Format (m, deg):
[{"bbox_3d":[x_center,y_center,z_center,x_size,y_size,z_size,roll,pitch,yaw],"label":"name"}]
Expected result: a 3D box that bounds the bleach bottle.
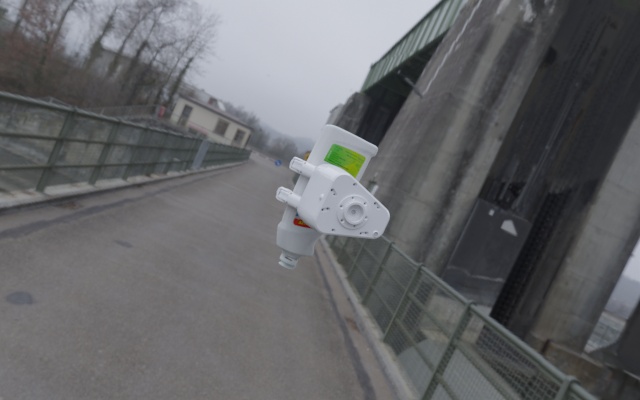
[{"bbox_3d":[0.000,0.003,0.821,0.102,0.251,0.068,24,3,-17],"label":"bleach bottle"}]
